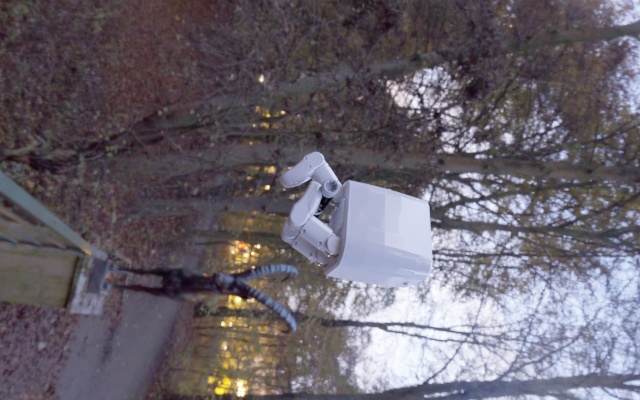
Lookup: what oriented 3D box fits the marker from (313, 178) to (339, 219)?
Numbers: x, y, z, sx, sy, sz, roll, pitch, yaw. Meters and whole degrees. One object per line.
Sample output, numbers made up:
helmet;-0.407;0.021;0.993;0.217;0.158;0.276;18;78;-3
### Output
marker;0.000;0.002;0.587;0.020;0.020;0.121;0;-17;-12
